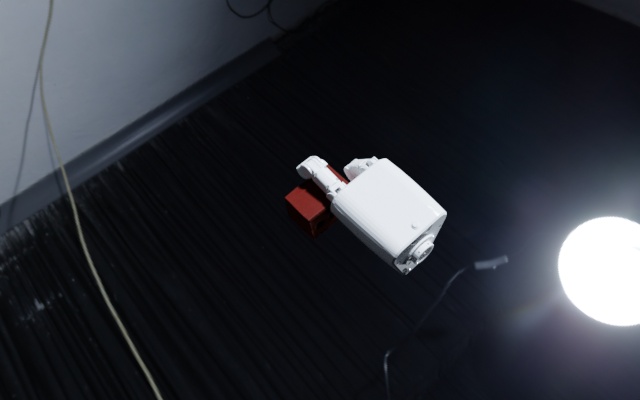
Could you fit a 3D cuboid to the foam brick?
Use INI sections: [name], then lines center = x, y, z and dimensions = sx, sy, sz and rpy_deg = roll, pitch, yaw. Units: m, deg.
[foam brick]
center = 0.000, 0.002, 0.627
dimensions = 0.078, 0.051, 0.053
rpy_deg = -39, -26, -16
